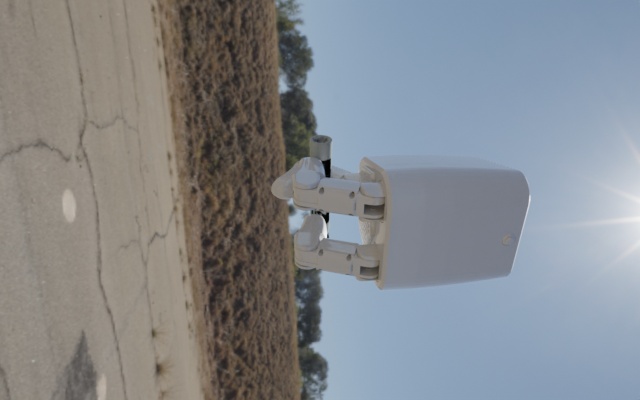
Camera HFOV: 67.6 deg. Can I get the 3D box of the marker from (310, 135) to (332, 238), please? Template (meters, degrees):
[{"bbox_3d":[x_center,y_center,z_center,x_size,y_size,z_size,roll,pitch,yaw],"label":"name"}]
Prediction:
[{"bbox_3d":[0.000,0.001,0.422,0.020,0.121,0.020,0,31,0],"label":"marker"}]
